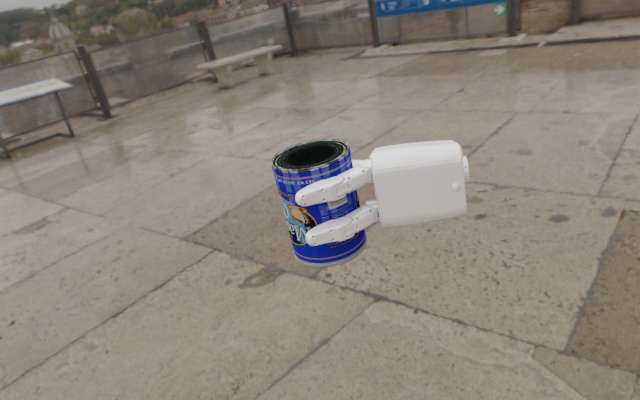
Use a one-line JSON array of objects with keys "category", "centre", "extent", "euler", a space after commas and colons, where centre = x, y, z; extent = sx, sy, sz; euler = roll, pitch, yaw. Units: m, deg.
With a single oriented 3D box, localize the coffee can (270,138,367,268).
[{"category": "coffee can", "centre": [0.000, 0.002, 0.630], "extent": [0.103, 0.140, 0.102], "euler": [-10, 26, 5]}]
